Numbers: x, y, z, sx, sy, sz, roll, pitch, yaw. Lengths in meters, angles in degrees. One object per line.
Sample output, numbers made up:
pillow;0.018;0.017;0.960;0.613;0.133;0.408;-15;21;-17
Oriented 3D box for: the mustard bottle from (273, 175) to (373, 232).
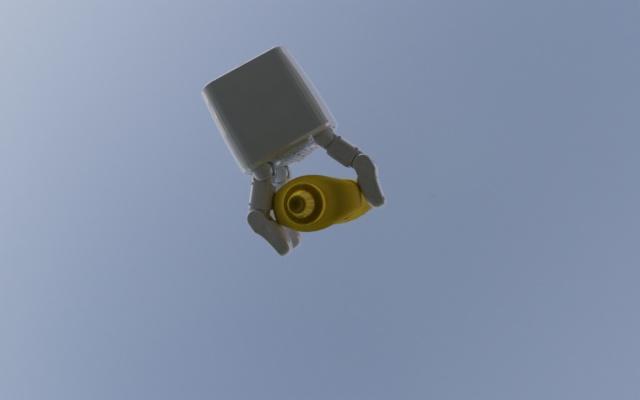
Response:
mustard bottle;0.000;0.002;0.529;0.096;0.058;0.191;-7;-1;13
